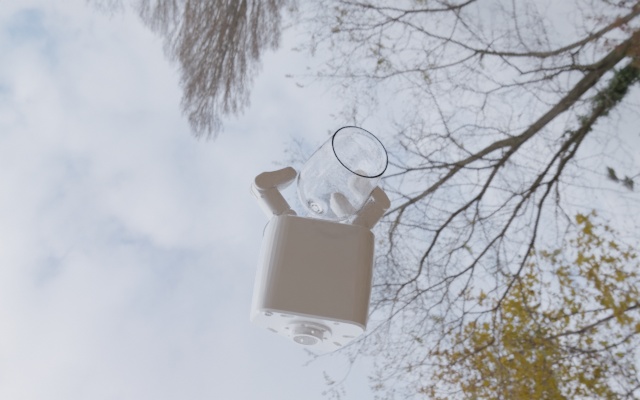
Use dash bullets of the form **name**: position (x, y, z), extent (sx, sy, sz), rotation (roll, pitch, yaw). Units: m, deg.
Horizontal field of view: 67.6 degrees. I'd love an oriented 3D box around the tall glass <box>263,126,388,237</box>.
- **tall glass**: position (0.000, 0.002, 0.538), extent (0.079, 0.079, 0.201), rotation (0, -30, -27)
